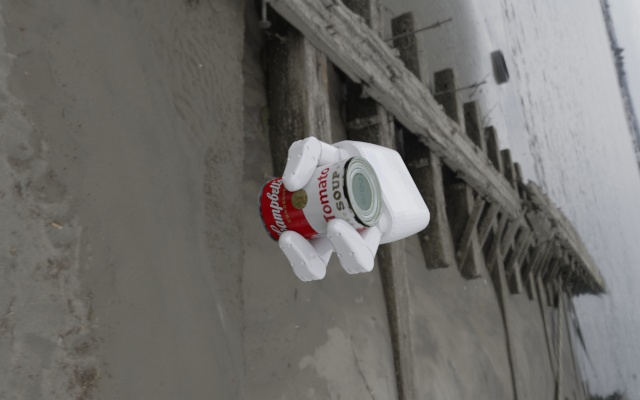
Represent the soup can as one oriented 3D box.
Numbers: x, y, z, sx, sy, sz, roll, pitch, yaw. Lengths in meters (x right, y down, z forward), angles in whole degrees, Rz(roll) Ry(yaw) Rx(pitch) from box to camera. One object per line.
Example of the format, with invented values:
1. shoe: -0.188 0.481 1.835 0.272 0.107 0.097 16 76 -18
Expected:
1. soup can: 0.000 0.001 0.458 0.102 0.068 0.068 -13 -8 33
